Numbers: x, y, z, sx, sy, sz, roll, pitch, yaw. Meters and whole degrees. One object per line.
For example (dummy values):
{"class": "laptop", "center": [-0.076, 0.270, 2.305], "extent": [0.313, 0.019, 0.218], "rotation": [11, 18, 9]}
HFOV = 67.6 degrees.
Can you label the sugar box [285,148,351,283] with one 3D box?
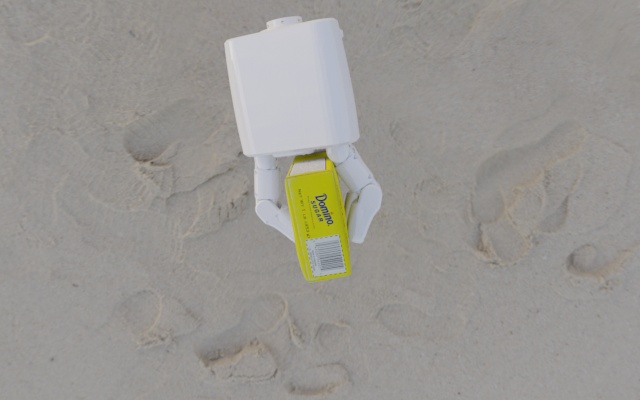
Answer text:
{"class": "sugar box", "center": [0.001, 0.001, 0.468], "extent": [0.048, 0.093, 0.176], "rotation": [-9, 14, 5]}
